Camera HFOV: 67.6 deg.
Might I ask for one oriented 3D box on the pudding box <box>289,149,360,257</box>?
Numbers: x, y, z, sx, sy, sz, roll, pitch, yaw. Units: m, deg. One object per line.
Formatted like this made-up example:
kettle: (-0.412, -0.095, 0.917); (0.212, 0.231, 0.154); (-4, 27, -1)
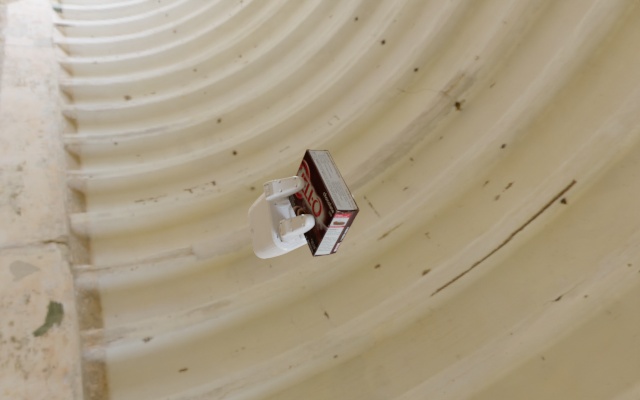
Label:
pudding box: (0.000, 0.002, 0.626); (0.039, 0.113, 0.090); (-5, -41, -29)
